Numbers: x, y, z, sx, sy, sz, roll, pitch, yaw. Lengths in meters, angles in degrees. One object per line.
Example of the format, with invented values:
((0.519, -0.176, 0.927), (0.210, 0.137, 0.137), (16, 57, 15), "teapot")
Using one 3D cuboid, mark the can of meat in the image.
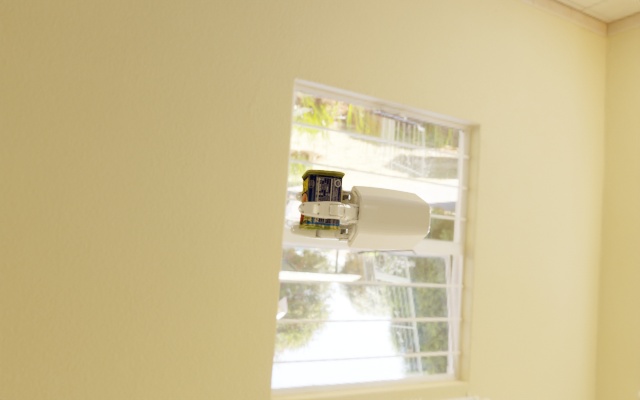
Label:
((0.000, 0.003, 0.720), (0.057, 0.084, 0.102), (5, -5, -9), "can of meat")
